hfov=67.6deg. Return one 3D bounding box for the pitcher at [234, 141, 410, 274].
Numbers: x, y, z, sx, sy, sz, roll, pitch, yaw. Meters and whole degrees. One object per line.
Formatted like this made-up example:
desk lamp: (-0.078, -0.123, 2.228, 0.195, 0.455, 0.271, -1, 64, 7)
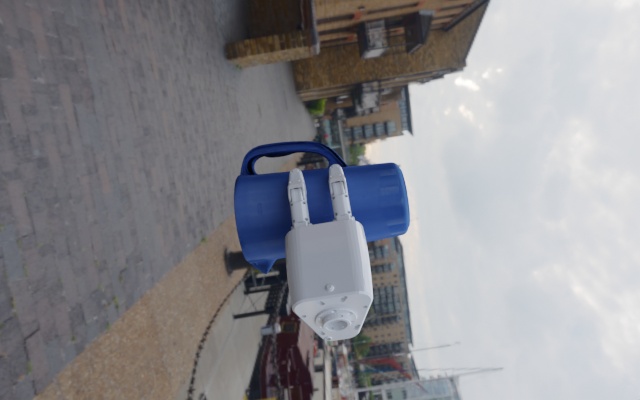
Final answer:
pitcher: (0.000, 0.002, 0.701, 0.243, 0.149, 0.145, -8, 44, 2)
